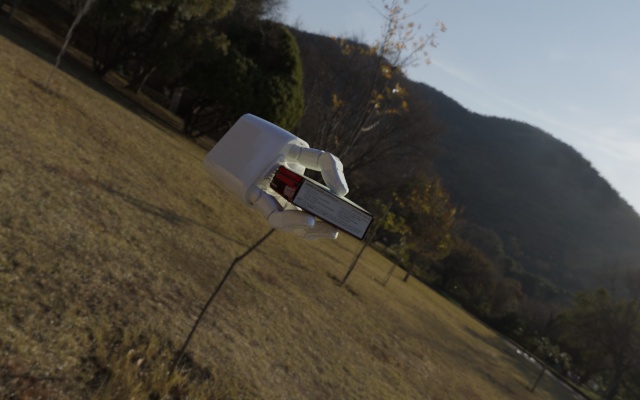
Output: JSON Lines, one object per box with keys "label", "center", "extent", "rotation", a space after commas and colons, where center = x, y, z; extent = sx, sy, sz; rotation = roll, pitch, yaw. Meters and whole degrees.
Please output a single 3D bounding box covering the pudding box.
{"label": "pudding box", "center": [0.000, 0.002, 0.598], "extent": [0.113, 0.039, 0.090], "rotation": [27, 4, -26]}
